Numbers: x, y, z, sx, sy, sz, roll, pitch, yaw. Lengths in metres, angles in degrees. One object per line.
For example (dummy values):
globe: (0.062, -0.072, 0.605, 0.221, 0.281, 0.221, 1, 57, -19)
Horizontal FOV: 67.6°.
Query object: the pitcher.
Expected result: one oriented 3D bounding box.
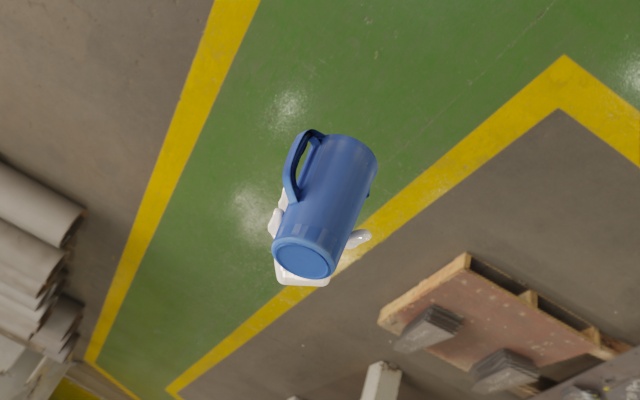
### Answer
pitcher: (0.000, 0.003, 0.813, 0.149, 0.242, 0.145, 18, -39, 7)
